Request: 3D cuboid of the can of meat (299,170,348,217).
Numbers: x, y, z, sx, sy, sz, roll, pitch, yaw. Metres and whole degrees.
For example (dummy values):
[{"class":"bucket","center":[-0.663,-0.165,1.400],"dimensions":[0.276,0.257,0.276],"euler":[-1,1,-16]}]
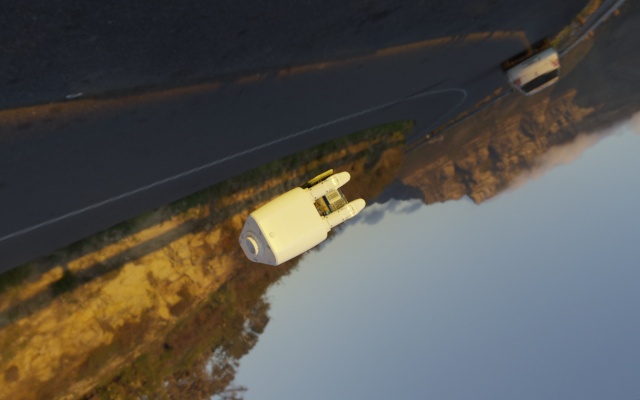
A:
[{"class":"can of meat","center":[0.000,0.003,0.866],"dimensions":[0.057,0.084,0.102],"euler":[-28,0,-37]}]
